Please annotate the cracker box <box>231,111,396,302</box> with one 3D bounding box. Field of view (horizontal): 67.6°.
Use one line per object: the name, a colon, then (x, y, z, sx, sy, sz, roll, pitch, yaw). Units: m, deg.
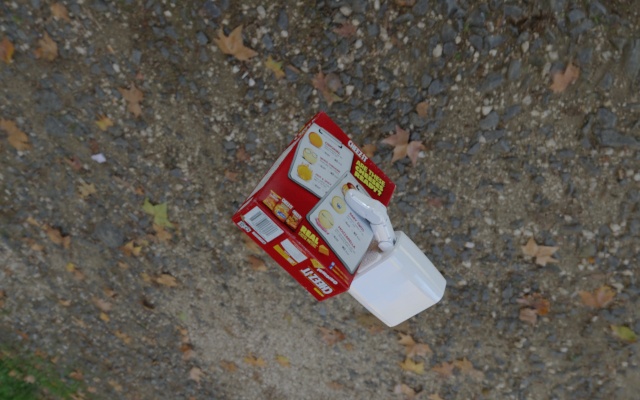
cracker box: (0.000, 0.002, 0.656, 0.072, 0.164, 0.213, -33, 19, 43)
